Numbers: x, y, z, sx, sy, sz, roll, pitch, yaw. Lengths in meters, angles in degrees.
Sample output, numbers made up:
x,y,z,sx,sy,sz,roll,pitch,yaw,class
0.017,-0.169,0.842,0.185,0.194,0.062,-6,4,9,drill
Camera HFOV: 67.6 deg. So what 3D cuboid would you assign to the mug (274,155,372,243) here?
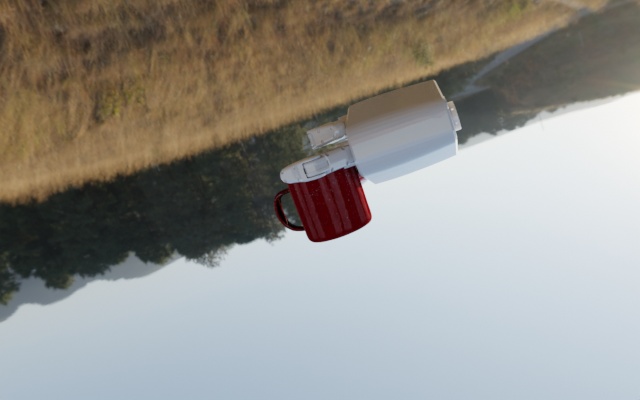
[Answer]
x,y,z,sx,sy,sz,roll,pitch,yaw,class
-0.001,0.002,0.566,0.117,0.081,0.093,-18,7,17,mug
